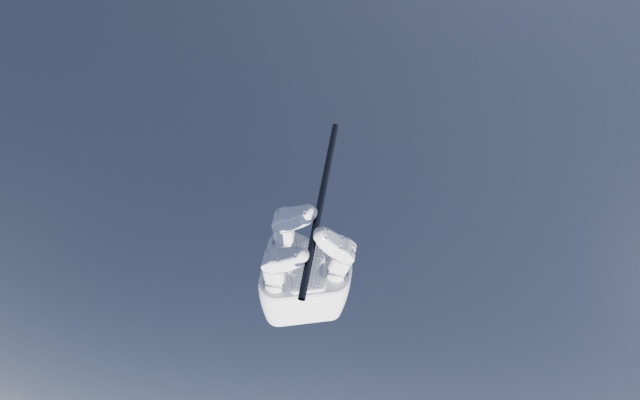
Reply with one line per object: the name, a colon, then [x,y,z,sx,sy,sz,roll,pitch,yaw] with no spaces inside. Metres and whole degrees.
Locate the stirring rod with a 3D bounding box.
stirring rod: [0.000,0.002,0.547,0.011,0.239,0.011,8,-34,5]
